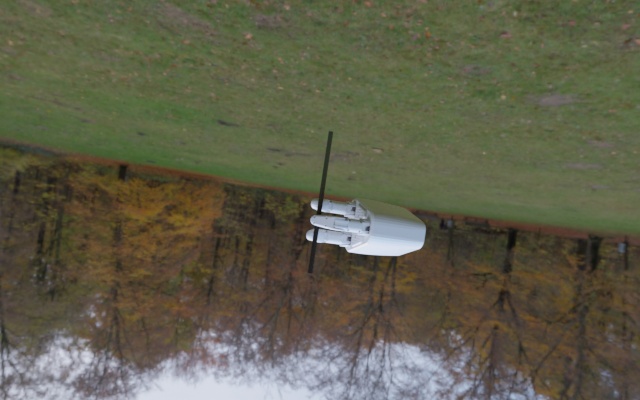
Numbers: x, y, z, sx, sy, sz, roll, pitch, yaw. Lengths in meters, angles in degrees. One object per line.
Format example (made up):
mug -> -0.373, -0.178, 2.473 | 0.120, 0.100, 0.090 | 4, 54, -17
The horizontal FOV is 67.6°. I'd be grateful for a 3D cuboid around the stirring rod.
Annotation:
stirring rod -> 0.000, 0.003, 0.804 | 0.011, 0.239, 0.011 | 8, -1, 0
